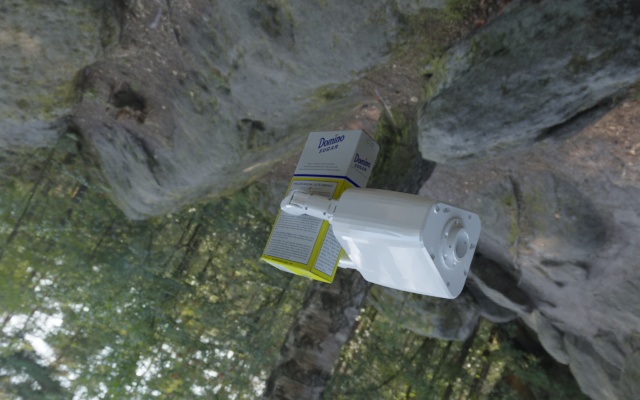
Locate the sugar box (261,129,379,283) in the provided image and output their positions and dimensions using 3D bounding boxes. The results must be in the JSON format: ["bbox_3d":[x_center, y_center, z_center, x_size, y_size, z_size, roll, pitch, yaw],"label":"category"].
[{"bbox_3d":[0.000,0.002,0.570,0.093,0.176,0.048,7,-22,46],"label":"sugar box"}]
